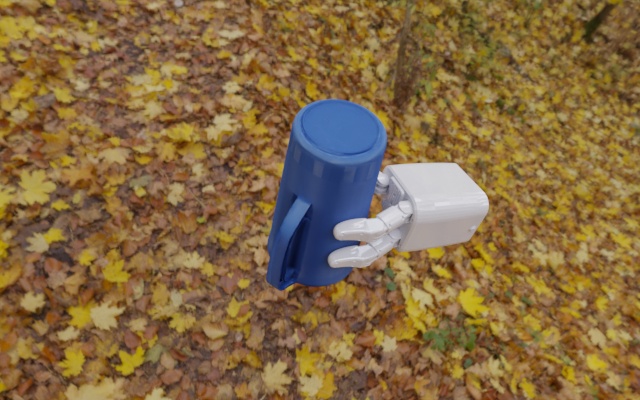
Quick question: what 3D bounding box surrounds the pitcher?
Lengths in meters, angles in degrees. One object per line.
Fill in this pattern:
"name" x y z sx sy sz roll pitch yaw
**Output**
"pitcher" 0.000 0.002 0.608 0.145 0.149 0.243 -3 -39 -13
